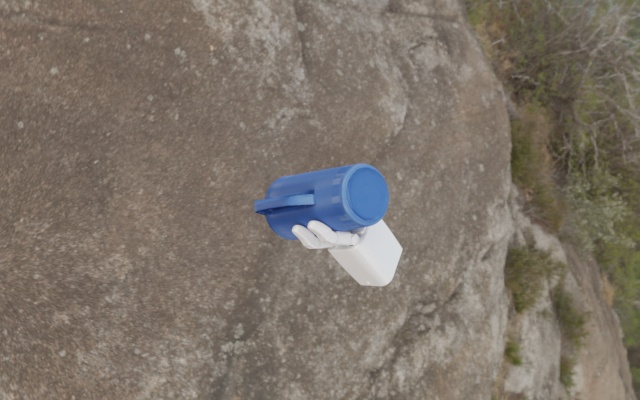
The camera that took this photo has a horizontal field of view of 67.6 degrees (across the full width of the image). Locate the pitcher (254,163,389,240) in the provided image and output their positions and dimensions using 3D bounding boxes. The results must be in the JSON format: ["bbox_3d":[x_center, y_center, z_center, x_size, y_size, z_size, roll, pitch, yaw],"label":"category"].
[{"bbox_3d":[0.000,0.003,0.887,0.243,0.145,0.149,-11,35,53],"label":"pitcher"}]
